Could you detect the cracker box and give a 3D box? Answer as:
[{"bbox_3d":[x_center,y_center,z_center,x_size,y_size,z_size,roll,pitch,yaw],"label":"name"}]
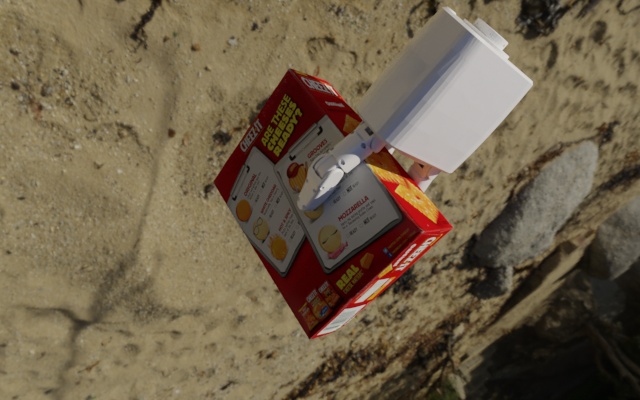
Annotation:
[{"bbox_3d":[0.000,0.002,0.485,0.072,0.213,0.164,0,-43,-51],"label":"cracker box"}]
